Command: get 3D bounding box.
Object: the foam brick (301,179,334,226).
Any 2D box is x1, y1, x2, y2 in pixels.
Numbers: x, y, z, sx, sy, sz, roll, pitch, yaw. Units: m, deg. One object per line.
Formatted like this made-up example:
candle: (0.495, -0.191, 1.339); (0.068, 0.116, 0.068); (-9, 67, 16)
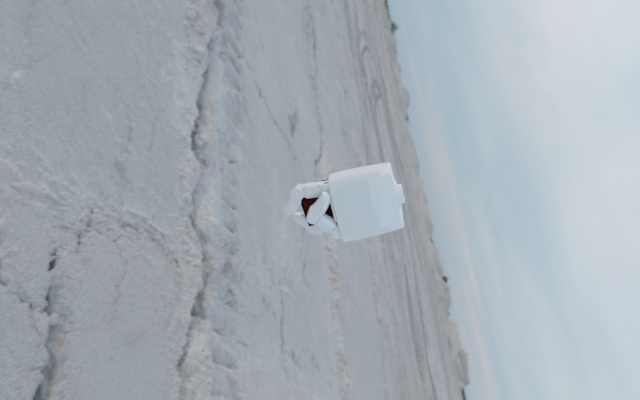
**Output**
foam brick: (0.000, 0.003, 0.858); (0.051, 0.053, 0.078); (-13, 24, 12)
